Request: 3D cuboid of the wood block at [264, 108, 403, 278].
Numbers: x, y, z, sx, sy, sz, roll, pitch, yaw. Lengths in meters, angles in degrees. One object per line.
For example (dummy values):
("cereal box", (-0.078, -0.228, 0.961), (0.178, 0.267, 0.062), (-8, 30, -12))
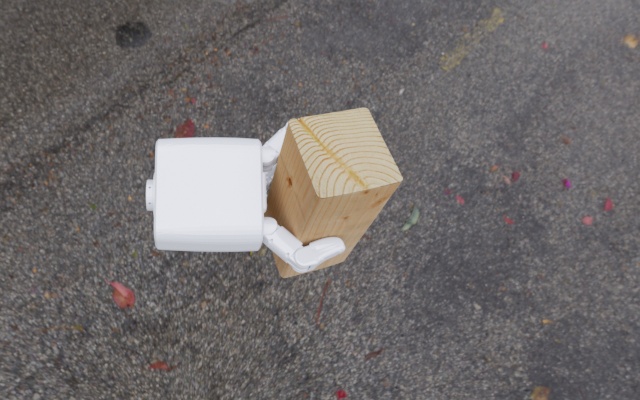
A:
("wood block", (0.000, 0.002, 0.535), (0.090, 0.090, 0.206), (-13, -24, -21))
